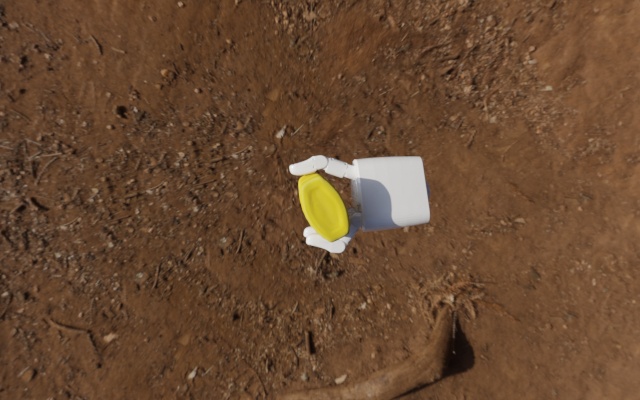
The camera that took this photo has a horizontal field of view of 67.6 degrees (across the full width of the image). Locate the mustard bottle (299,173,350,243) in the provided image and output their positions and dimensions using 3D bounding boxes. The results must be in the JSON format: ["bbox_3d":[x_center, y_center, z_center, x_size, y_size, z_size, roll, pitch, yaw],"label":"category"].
[{"bbox_3d":[0.000,0.003,0.750,0.058,0.096,0.191,-29,8,-1],"label":"mustard bottle"}]
